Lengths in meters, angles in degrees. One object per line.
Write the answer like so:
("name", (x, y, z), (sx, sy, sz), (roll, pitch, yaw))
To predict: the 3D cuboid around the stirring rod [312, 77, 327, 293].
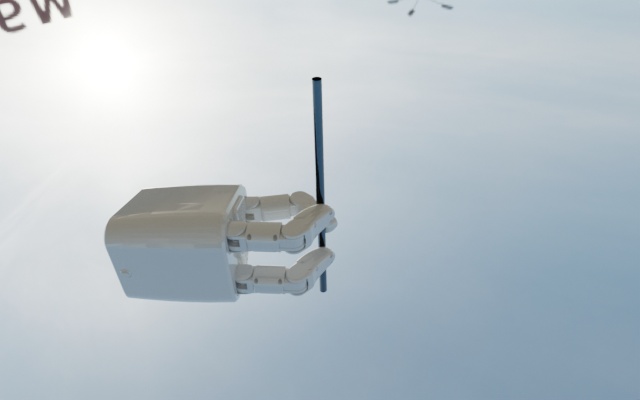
("stirring rod", (0.000, 0.001, 0.440), (0.011, 0.240, 0.011), (-1, 38, 1))
